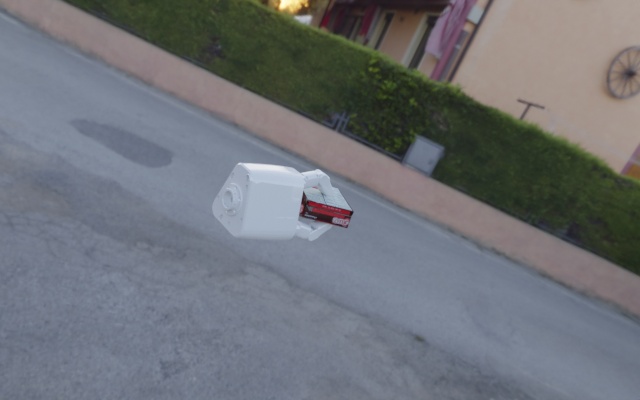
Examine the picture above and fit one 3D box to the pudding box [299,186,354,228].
[{"bbox_3d":[0.000,0.003,0.854,0.090,0.039,0.113,16,20,-19],"label":"pudding box"}]
